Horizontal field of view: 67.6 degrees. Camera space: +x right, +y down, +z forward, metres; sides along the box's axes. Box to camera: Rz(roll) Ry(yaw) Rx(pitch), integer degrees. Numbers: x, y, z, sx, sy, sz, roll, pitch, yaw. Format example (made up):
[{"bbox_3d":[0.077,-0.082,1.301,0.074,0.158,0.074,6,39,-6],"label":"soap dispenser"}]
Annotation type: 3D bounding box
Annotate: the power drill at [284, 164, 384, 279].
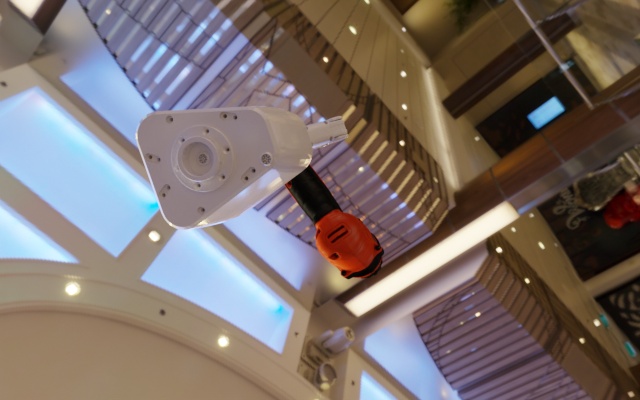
[{"bbox_3d":[0.000,0.001,0.521,0.057,0.187,0.184,-38,-20,0],"label":"power drill"}]
